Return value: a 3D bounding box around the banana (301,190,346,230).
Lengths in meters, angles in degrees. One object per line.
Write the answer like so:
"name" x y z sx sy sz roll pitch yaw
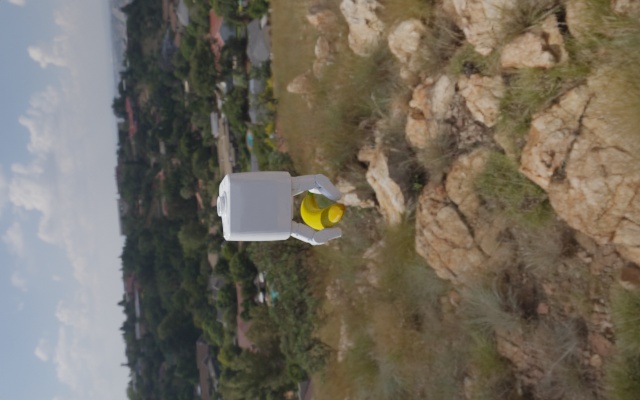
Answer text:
"banana" -0.003 0.020 0.892 0.037 0.069 0.197 2 11 -20
